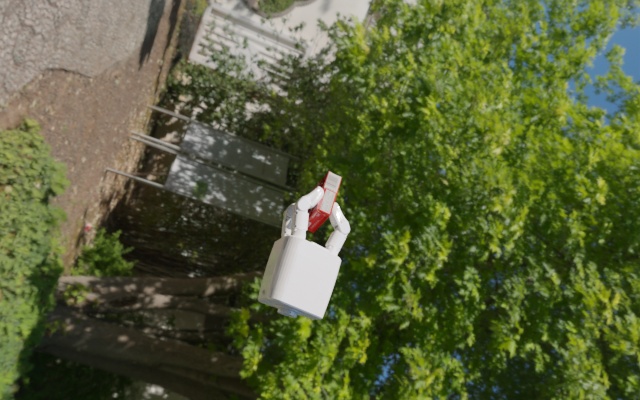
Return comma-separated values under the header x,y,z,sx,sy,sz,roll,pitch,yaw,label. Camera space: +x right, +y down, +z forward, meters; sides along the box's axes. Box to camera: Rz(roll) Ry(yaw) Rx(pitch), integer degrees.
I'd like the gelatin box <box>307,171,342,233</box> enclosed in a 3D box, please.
x,y,z,sx,sy,sz,roll,pitch,yaw,label
0.001,0.003,0.847,0.030,0.089,0.073,26,-35,-12,gelatin box
